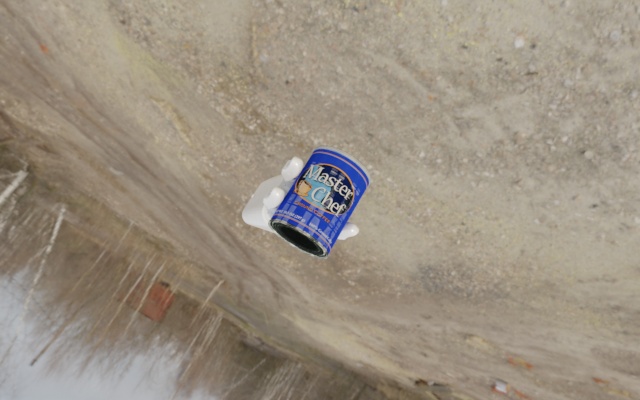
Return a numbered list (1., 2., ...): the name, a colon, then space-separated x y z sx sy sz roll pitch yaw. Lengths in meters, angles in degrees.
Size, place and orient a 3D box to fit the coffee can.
1. coffee can: 0.000 0.002 0.724 0.103 0.140 0.103 27 -20 11
